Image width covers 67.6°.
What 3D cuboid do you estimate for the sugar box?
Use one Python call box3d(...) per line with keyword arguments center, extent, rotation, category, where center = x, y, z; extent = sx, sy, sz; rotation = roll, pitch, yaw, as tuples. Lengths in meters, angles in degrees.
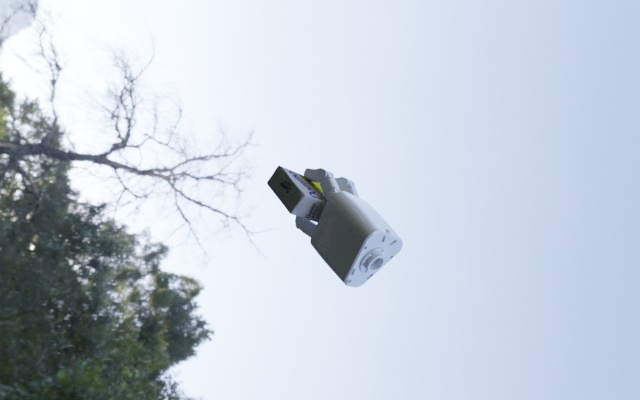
box3d(center=(0.001, 0.002, 0.824), extent=(0.176, 0.048, 0.093), rotation=(24, 19, -46), category="sugar box")
